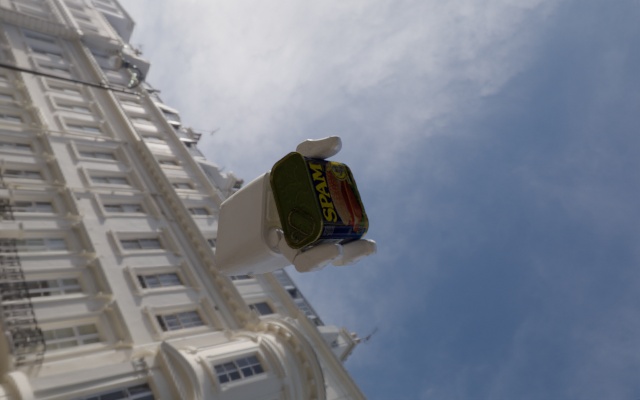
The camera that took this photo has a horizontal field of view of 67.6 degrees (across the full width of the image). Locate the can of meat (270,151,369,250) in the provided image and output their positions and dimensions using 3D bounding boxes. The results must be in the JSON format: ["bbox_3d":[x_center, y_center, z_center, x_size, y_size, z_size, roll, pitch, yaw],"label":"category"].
[{"bbox_3d":[0.000,0.002,0.534,0.084,0.102,0.057,5,-28,-47],"label":"can of meat"}]
